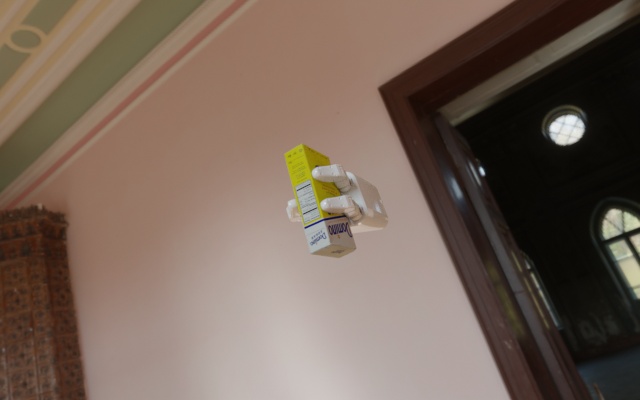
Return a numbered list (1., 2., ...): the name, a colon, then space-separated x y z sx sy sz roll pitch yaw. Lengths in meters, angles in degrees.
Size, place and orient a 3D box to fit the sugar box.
1. sugar box: 0.001 0.002 0.777 0.048 0.176 0.093 -28 -22 23
